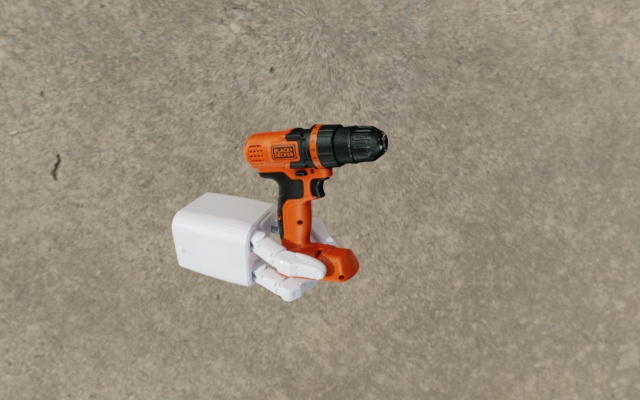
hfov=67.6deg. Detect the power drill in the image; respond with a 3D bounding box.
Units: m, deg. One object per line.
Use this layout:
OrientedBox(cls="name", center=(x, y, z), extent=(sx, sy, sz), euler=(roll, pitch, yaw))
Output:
OrientedBox(cls="power drill", center=(0.000, 0.002, 0.580), extent=(0.184, 0.188, 0.057), euler=(1, 14, 30))
